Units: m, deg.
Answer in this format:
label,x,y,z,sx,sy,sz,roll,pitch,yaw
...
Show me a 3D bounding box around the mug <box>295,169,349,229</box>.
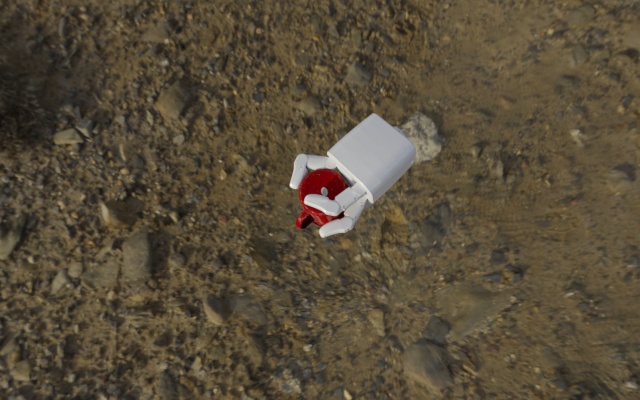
label,x,y,z,sx,sy,sz,roll,pitch,yaw
mug,-0.001,0.004,0.820,0.093,0.117,0.081,45,-3,15
